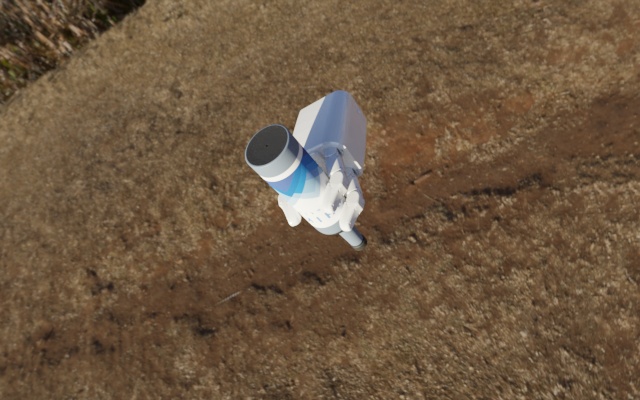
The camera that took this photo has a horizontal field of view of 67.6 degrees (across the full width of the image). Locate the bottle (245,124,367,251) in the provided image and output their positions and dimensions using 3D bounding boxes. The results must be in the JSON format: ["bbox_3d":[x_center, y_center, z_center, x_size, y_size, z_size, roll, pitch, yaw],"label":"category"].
[{"bbox_3d":[0.000,0.002,0.707,0.069,0.069,0.296,0,-29,32],"label":"bottle"}]
